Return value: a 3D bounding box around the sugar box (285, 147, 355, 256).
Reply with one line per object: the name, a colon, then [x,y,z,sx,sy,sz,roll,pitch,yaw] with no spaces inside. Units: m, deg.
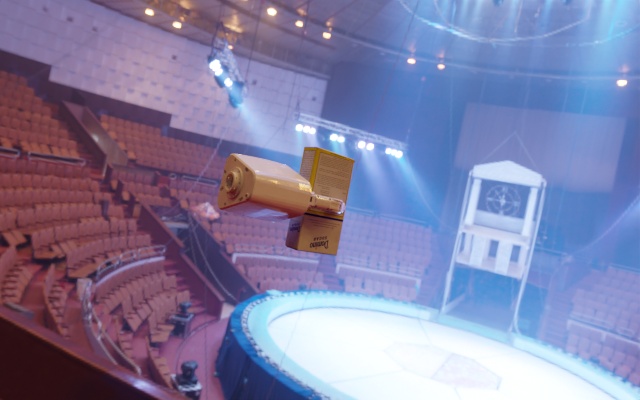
sugar box: [0.000,0.003,0.832,0.093,0.176,0.048,13,0,-39]
